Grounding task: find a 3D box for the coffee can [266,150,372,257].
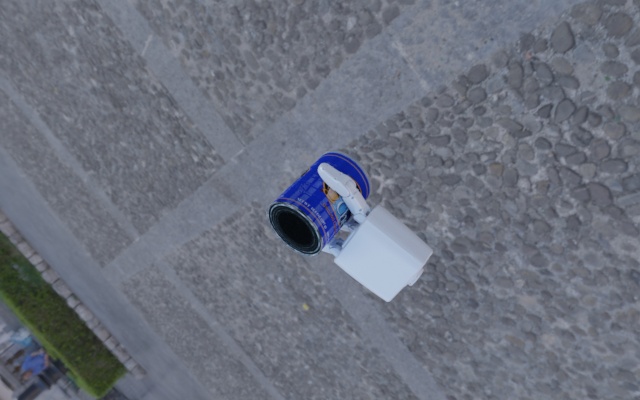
[{"bbox_3d":[0.000,0.002,0.737,0.103,0.103,0.140,0,36,45],"label":"coffee can"}]
